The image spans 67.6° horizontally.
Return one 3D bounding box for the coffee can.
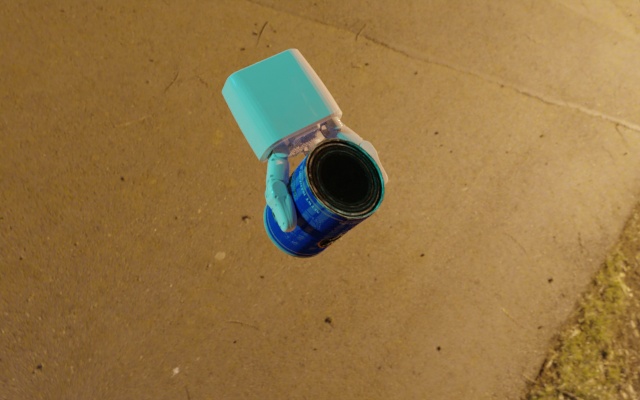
[{"bbox_3d":[0.000,0.002,0.595,0.103,0.102,0.140,0,-24,-28],"label":"coffee can"}]
